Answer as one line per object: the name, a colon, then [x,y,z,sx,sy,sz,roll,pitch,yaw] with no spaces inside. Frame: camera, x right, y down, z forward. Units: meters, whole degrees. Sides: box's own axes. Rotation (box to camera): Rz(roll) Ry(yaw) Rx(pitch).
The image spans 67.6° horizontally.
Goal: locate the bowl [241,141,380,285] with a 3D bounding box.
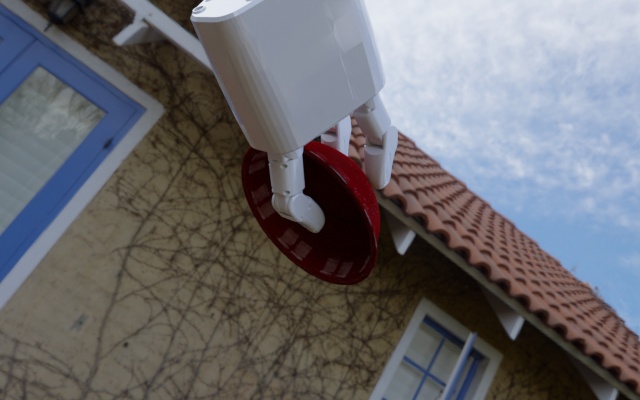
bowl: [0.000,0.002,0.458,0.162,0.162,0.055,0,32,47]
